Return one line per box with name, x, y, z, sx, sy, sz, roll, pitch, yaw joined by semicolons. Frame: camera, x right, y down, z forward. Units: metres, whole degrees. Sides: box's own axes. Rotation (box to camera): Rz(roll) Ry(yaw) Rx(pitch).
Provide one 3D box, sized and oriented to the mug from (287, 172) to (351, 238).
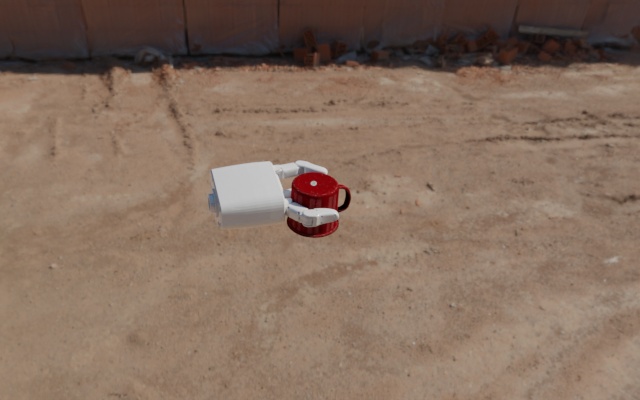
mug;0.002;0.002;0.827;0.117;0.081;0.093;-9;35;-20
